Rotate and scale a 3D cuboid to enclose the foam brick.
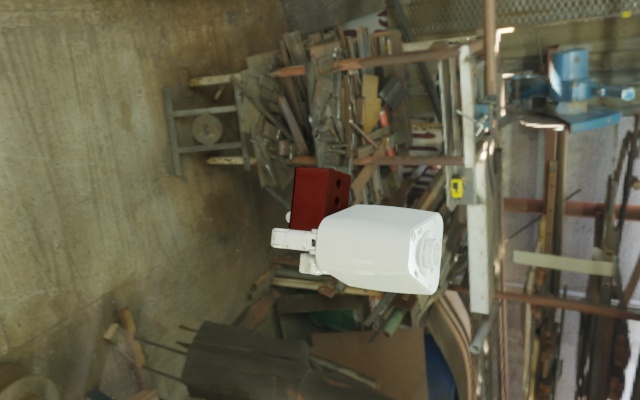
[{"bbox_3d":[0.000,0.002,0.575,0.051,0.078,0.053,2,-5,34],"label":"foam brick"}]
